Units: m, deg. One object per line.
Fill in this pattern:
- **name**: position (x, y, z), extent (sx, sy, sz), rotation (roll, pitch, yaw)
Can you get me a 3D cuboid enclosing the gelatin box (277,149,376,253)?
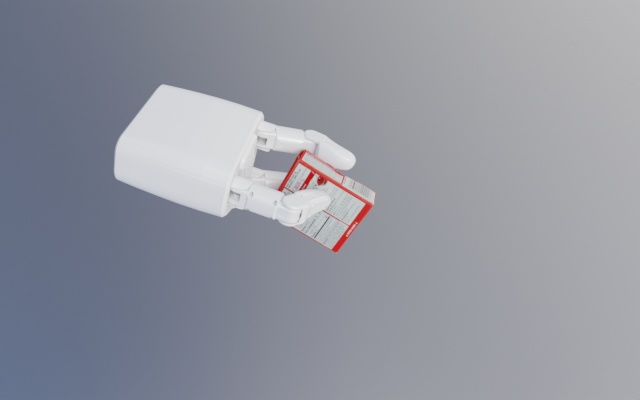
- **gelatin box**: position (0.000, 0.002, 0.487), extent (0.089, 0.073, 0.030), rotation (31, 31, -5)
